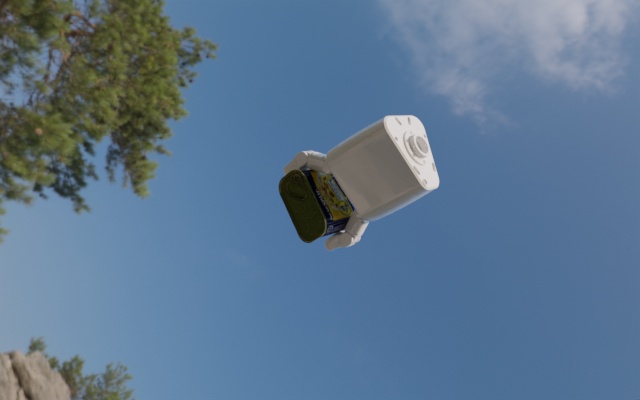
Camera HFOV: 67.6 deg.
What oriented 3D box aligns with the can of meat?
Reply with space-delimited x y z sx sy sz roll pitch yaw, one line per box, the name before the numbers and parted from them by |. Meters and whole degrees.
can of meat | 0.000 0.002 0.692 0.084 0.102 0.057 -12 -17 -48
